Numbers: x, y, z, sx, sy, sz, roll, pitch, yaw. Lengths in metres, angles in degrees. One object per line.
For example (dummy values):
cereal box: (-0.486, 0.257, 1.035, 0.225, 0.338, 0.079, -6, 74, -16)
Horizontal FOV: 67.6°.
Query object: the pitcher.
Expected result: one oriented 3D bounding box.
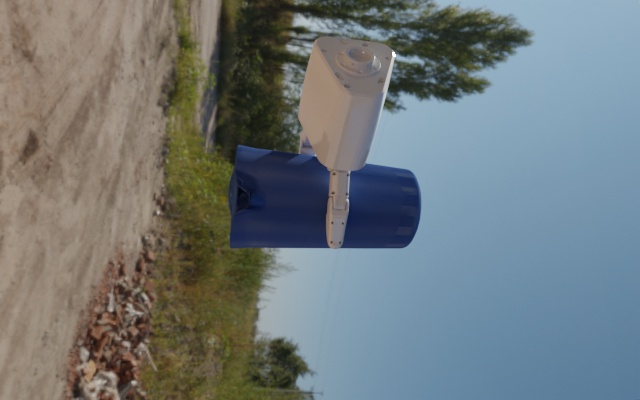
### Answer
pitcher: (0.000, 0.002, 0.641, 0.243, 0.149, 0.145, 4, -44, -8)
